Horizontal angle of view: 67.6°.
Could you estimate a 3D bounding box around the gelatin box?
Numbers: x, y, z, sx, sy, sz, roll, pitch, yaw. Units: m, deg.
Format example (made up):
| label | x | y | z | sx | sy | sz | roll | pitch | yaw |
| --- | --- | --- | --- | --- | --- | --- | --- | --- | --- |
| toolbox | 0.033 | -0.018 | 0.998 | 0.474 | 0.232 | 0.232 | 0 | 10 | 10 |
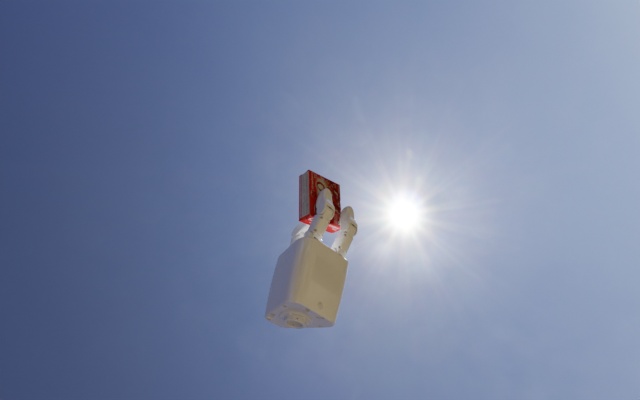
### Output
| label | x | y | z | sx | sy | sz | roll | pitch | yaw |
| --- | --- | --- | --- | --- | --- | --- | --- | --- | --- |
| gelatin box | 0.000 | 0.002 | 0.795 | 0.073 | 0.089 | 0.030 | 24 | -39 | -37 |
